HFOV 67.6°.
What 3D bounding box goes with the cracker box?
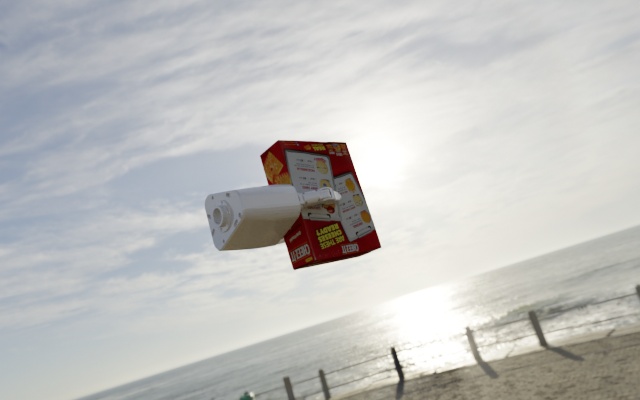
[{"bbox_3d":[0.000,0.003,0.844,0.164,0.213,0.072,-5,-18,-42],"label":"cracker box"}]
